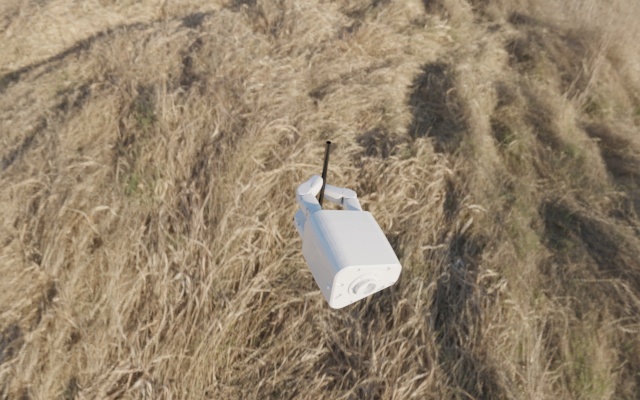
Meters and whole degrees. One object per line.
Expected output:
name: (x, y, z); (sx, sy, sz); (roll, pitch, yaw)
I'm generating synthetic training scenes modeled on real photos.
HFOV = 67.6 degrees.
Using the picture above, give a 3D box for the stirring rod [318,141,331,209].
stirring rod: (0.000, 0.003, 0.775); (0.011, 0.240, 0.011); (4, 43, -4)
